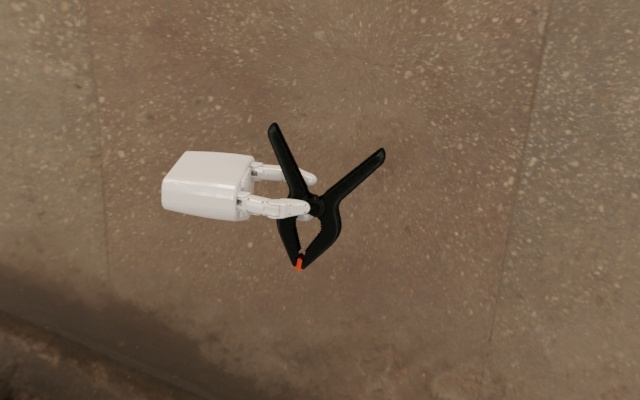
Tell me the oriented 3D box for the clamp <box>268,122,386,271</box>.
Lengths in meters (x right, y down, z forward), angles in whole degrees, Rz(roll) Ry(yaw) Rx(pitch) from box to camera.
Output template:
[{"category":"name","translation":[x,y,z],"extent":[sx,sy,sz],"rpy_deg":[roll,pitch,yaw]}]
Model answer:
[{"category":"clamp","translation":[0.000,0.003,0.677],"extent":[0.164,0.210,0.036],"rpy_deg":[7,17,5]}]
